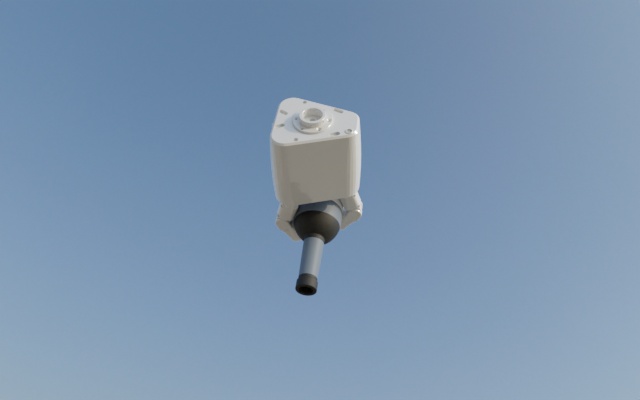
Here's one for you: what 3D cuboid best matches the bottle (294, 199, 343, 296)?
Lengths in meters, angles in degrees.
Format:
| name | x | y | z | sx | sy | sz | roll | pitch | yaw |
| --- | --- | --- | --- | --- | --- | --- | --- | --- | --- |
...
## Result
| name | x | y | z | sx | sy | sz | roll | pitch | yaw |
| --- | --- | --- | --- | --- | --- | --- | --- | --- | --- |
| bottle | 0.000 | 0.002 | 0.691 | 0.069 | 0.295 | 0.069 | 5 | -41 | 5 |
